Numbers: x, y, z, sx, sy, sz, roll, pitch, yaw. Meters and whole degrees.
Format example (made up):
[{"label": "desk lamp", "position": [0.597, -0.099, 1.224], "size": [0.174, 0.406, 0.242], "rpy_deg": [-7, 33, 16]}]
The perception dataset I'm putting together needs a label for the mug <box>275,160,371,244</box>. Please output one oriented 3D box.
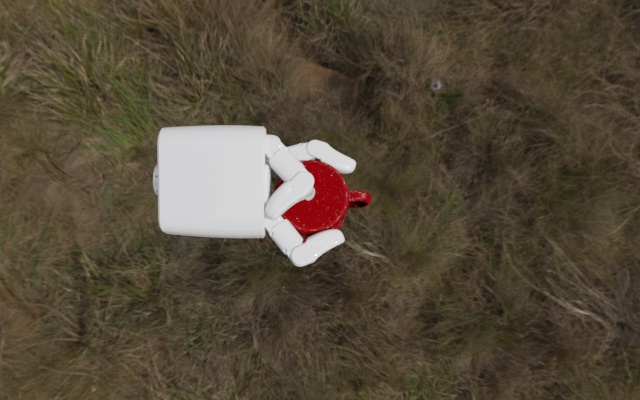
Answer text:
[{"label": "mug", "position": [0.002, 0.002, 0.548], "size": [0.117, 0.093, 0.081], "rpy_deg": [0, -10, -4]}]
